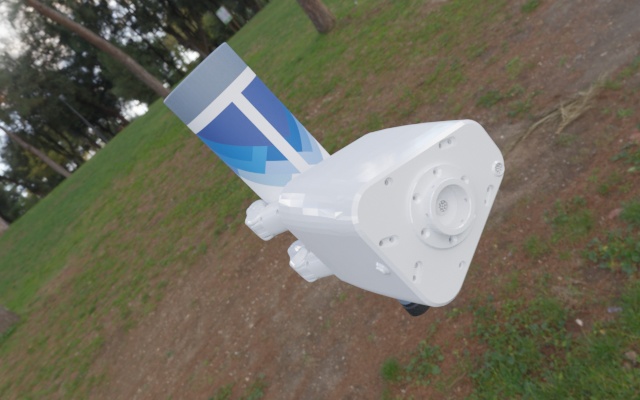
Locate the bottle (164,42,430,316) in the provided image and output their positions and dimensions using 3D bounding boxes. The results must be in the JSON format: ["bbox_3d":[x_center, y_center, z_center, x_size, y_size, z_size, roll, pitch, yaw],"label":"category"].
[{"bbox_3d":[0.000,0.001,0.414,0.296,0.069,0.069,46,-19,-19],"label":"bottle"}]
